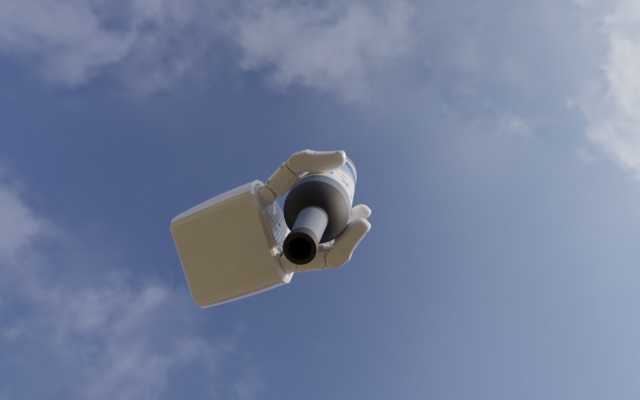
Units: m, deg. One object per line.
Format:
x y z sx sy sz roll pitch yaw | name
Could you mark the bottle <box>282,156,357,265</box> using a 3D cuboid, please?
0.000 0.002 0.512 0.069 0.069 0.295 0 14 7 | bottle
